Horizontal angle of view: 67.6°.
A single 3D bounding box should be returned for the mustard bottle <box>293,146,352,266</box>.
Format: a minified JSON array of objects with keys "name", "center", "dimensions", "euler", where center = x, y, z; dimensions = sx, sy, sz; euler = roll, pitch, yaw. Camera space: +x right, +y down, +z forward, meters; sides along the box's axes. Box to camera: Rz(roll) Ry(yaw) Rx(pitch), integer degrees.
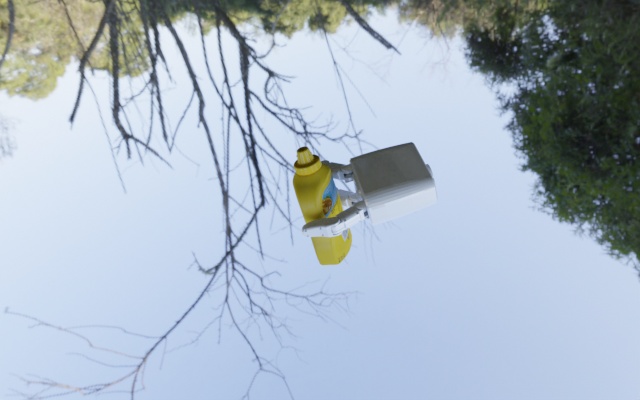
[{"name":"mustard bottle","center":[0.000,0.003,0.743],"dimensions":[0.058,0.192,0.096],"euler":[-4,34,21]}]
